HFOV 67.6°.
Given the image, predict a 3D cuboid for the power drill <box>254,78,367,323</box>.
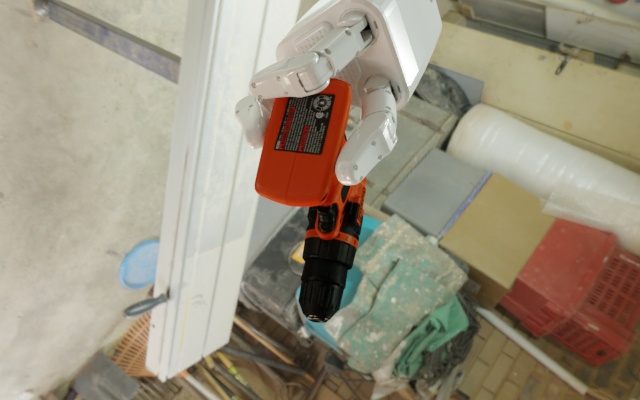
[{"bbox_3d":[0.000,0.001,0.409,0.057,0.184,0.188,6,-21,12],"label":"power drill"}]
